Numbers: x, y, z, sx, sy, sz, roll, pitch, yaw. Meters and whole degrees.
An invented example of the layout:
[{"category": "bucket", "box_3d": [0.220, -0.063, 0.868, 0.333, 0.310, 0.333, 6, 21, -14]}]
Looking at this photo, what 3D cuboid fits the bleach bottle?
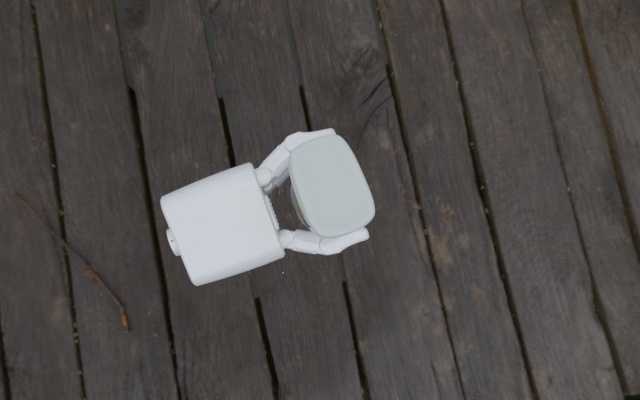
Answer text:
[{"category": "bleach bottle", "box_3d": [0.000, 0.002, 0.575, 0.068, 0.102, 0.251, -21, -6, -7]}]
